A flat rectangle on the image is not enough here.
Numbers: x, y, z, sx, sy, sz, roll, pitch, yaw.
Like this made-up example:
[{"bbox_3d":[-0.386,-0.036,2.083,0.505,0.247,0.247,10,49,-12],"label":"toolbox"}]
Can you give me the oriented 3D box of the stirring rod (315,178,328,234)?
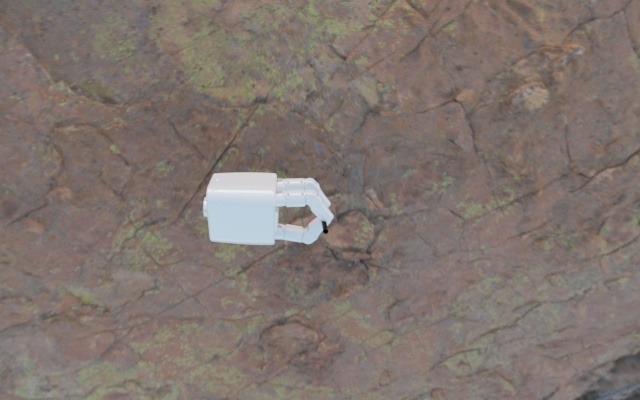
[{"bbox_3d":[0.000,0.003,0.840,0.011,0.011,0.239,0,22,-4],"label":"stirring rod"}]
